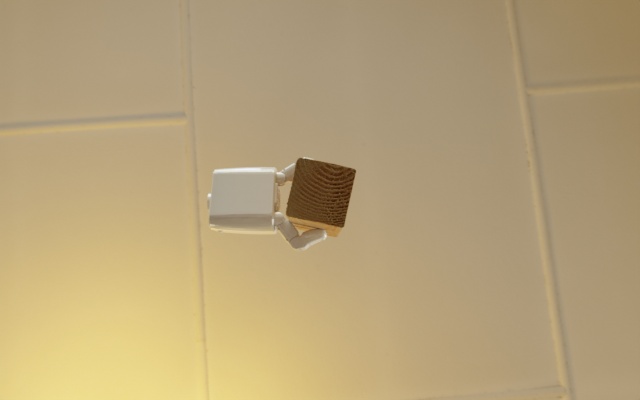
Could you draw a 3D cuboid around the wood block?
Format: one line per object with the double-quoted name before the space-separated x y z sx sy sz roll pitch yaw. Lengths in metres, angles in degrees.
"wood block" 0.000 0.002 0.788 0.090 0.091 0.206 12 -8 1
